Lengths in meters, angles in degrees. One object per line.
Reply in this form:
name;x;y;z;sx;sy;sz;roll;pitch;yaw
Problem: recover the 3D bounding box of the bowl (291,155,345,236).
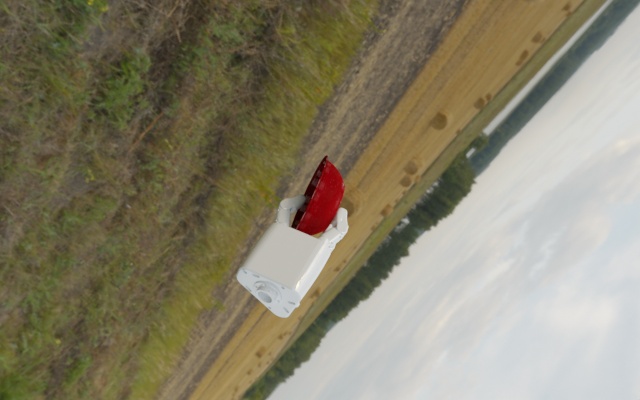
bowl;0.001;0.002;0.858;0.055;0.162;0.162;24;-3;-7
